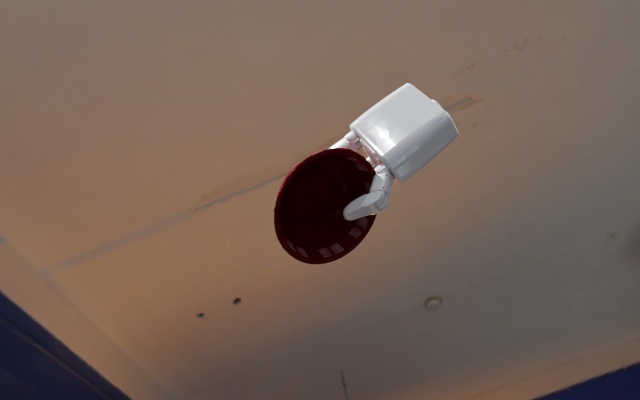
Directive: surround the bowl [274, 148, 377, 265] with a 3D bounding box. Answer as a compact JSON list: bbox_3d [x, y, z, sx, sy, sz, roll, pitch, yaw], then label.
[{"bbox_3d":[-0.001,0.003,0.643,0.162,0.162,0.055,0,19,-33],"label":"bowl"}]
